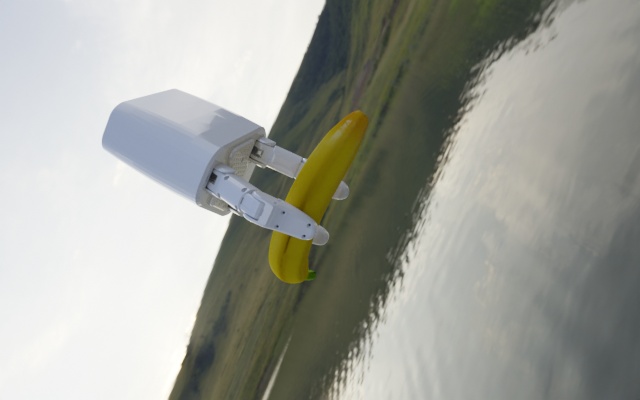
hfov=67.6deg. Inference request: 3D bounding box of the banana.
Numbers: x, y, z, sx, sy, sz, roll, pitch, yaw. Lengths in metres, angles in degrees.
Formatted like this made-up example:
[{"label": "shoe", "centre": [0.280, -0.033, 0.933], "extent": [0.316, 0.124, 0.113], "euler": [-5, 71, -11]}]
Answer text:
[{"label": "banana", "centre": [-0.010, 0.011, 0.428], "extent": [0.037, 0.198, 0.069], "euler": [32, 37, 17]}]
